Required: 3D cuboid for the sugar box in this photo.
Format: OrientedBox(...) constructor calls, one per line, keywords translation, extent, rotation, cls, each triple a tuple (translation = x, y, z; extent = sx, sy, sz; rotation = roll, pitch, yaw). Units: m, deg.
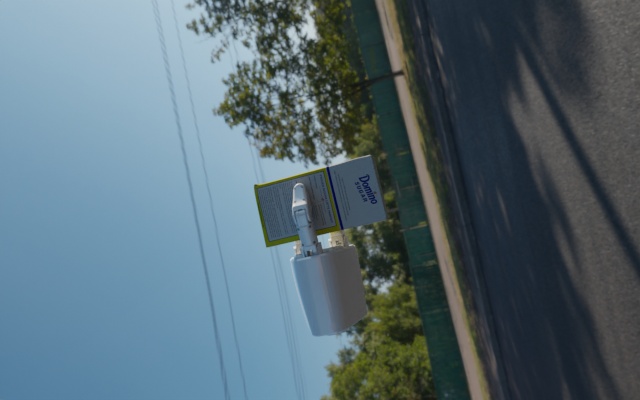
OrientedBox(translation=(0.000, 0.002, 0.677), extent=(0.176, 0.093, 0.048), rotation=(-13, -2, 9), cls="sugar box")
